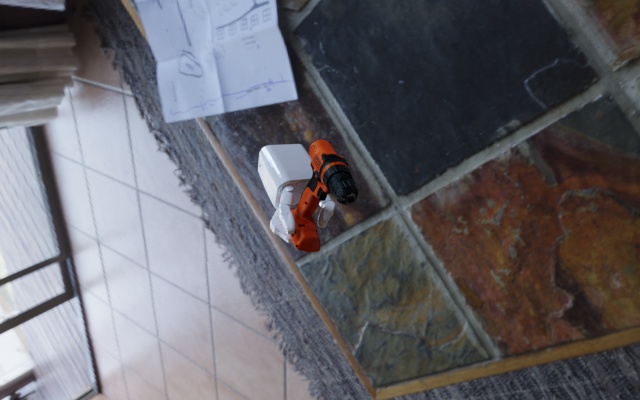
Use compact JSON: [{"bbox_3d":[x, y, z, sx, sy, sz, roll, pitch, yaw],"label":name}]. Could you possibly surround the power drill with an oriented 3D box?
[{"bbox_3d":[0.000,0.003,0.889,0.057,0.188,0.184,11,30,-25],"label":"power drill"}]
